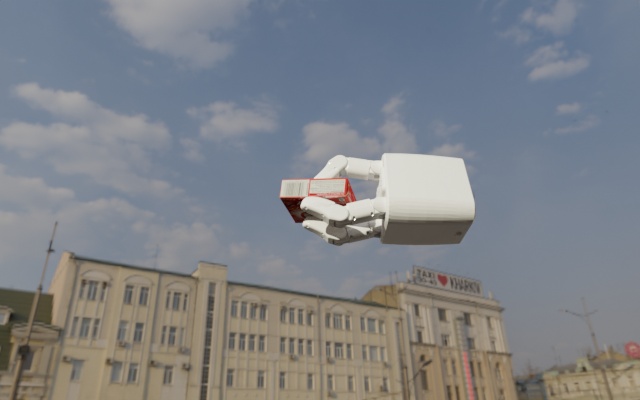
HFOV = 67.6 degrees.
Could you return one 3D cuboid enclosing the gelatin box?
[{"bbox_3d":[0.000,0.002,0.619,0.089,0.030,0.073,-1,-28,15],"label":"gelatin box"}]
